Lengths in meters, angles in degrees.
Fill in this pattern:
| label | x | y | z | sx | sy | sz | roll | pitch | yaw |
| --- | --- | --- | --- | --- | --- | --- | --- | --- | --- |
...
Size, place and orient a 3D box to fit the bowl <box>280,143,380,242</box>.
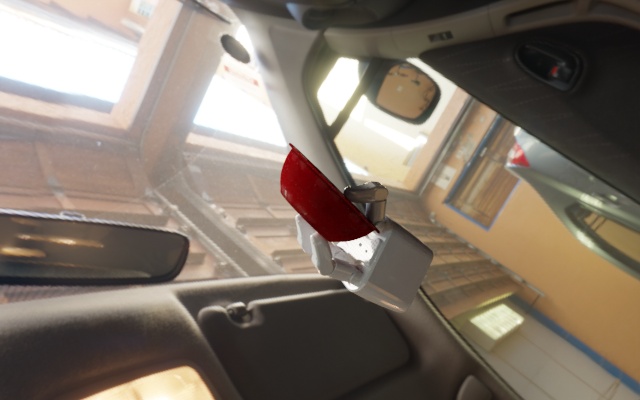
| label | x | y | z | sx | sy | sz | roll | pitch | yaw |
| --- | --- | --- | --- | --- | --- | --- | --- | --- | --- |
| bowl | -0.001 | 0.001 | 0.607 | 0.055 | 0.162 | 0.162 | -45 | 1 | 1 |
